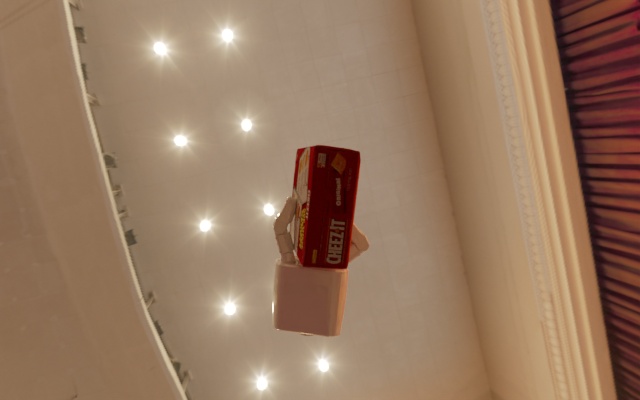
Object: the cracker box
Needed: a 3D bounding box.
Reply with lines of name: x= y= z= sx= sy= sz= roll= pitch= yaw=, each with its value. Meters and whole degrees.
cracker box: x=0.000 y=0.002 z=0.733 sx=0.072 sy=0.164 sz=0.213 roll=5 pitch=4 yaw=-10
